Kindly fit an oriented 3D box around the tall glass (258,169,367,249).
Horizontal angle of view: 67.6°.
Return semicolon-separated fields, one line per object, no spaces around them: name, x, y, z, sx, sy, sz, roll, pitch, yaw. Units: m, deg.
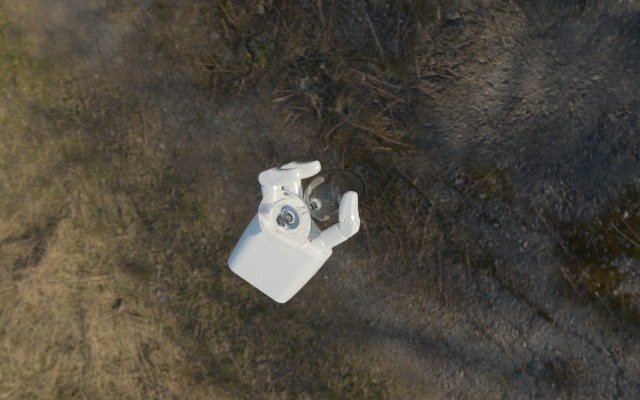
tall glass;0.000;0.002;0.660;0.079;0.079;0.201;0;13;27
